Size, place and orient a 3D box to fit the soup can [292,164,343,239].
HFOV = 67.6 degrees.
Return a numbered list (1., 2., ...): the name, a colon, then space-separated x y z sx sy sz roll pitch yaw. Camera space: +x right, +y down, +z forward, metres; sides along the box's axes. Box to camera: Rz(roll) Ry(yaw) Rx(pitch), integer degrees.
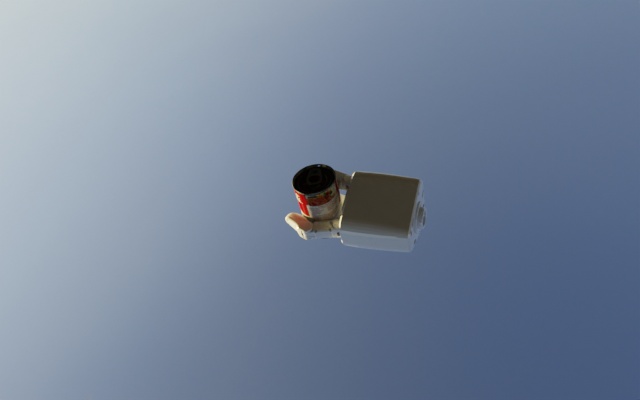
1. soup can: 0.000 0.003 0.752 0.068 0.102 0.068 -8 44 8
